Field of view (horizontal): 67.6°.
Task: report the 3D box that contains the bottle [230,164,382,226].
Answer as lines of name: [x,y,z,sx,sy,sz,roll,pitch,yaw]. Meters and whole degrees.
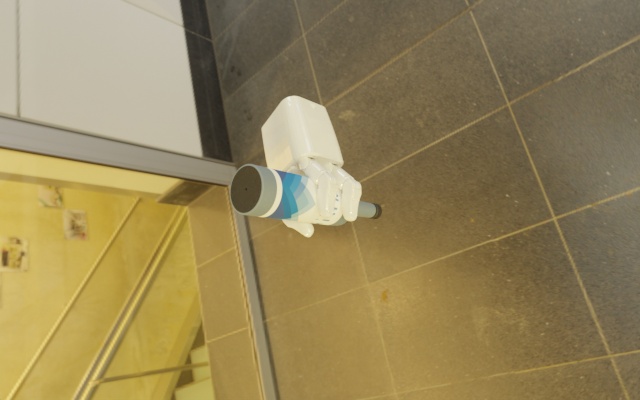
bottle: [0.000,0.002,0.724,0.069,0.069,0.296,0,-7,41]
